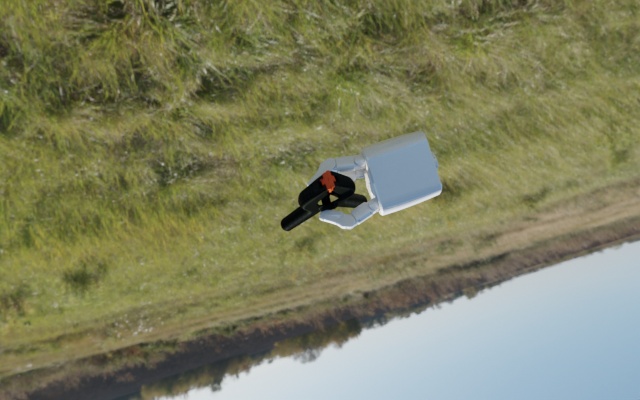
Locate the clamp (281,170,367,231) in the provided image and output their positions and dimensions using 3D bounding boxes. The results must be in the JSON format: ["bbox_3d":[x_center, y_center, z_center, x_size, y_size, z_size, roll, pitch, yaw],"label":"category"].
[{"bbox_3d":[0.001,0.003,0.793,0.164,0.036,0.210,-20,-15,0],"label":"clamp"}]
